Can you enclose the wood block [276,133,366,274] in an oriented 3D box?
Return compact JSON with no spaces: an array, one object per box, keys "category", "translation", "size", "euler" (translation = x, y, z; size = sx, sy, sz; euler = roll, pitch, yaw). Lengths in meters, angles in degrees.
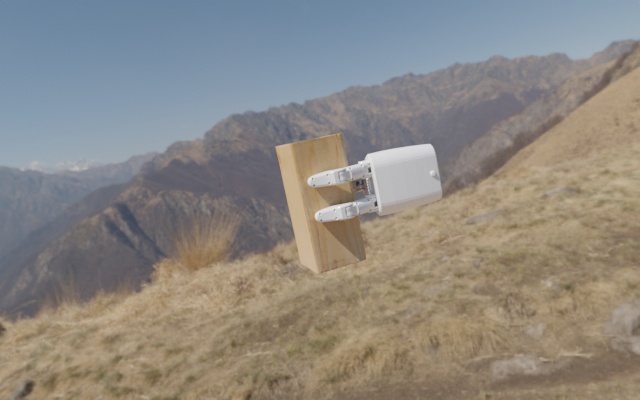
[{"category":"wood block","translation":[0.000,0.002,0.781],"size":[0.090,0.206,0.091],"euler":[-14,8,-18]}]
